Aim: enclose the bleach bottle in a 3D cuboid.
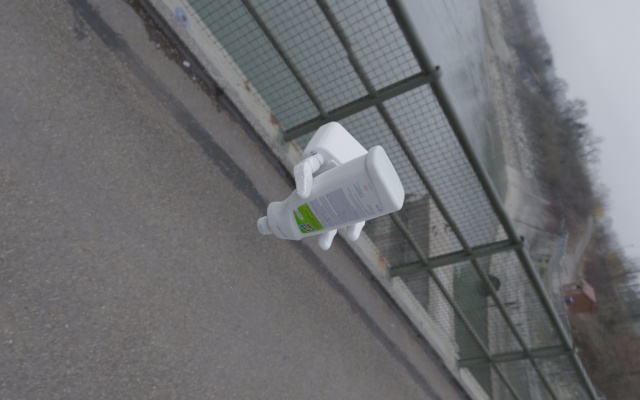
[{"bbox_3d":[0.000,0.003,0.765,0.251,0.103,0.068,-19,25,28],"label":"bleach bottle"}]
